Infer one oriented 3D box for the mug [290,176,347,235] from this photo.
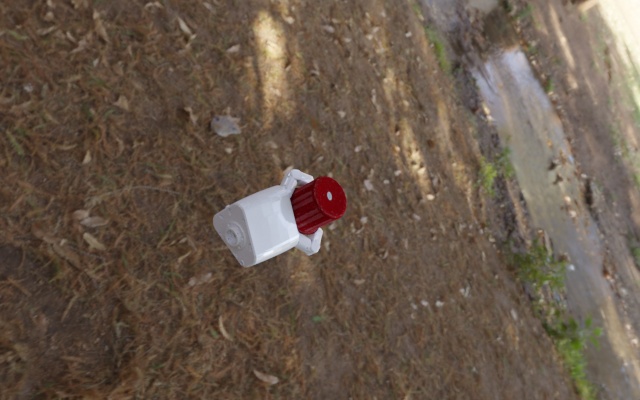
[{"bbox_3d":[0.001,0.002,0.870,0.081,0.093,0.117,-27,-1,43],"label":"mug"}]
